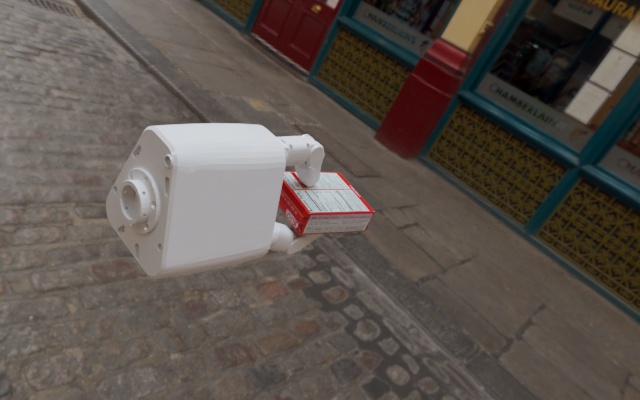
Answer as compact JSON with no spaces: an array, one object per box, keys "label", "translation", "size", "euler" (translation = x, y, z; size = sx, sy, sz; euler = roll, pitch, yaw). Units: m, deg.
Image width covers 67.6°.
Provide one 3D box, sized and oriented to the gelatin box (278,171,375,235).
[{"label":"gelatin box","translation":[0.001,0.001,0.496],"size":[0.089,0.030,0.073],"euler":[-1,38,-37]}]
